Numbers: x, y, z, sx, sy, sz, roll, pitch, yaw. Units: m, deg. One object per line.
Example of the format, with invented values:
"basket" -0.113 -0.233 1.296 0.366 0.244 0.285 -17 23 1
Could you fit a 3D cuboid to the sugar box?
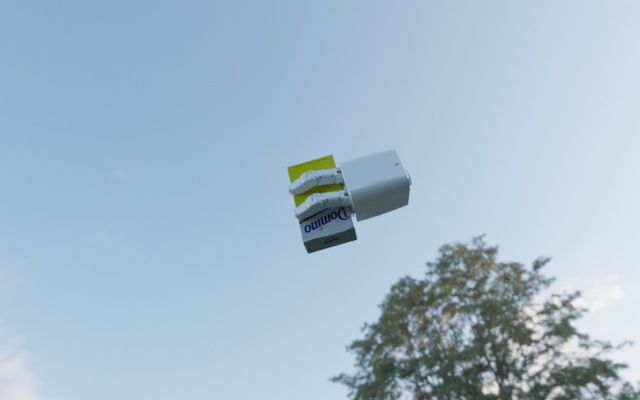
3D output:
"sugar box" 0.000 0.002 0.863 0.093 0.176 0.048 -17 -40 2
